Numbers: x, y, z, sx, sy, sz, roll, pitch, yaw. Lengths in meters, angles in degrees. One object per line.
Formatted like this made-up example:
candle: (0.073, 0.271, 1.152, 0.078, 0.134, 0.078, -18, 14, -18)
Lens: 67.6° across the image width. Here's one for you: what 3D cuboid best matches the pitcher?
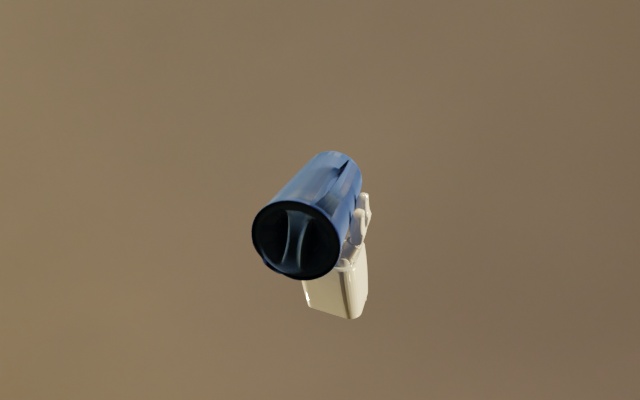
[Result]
pitcher: (0.000, 0.003, 0.769, 0.149, 0.145, 0.242, -2, 26, 18)
